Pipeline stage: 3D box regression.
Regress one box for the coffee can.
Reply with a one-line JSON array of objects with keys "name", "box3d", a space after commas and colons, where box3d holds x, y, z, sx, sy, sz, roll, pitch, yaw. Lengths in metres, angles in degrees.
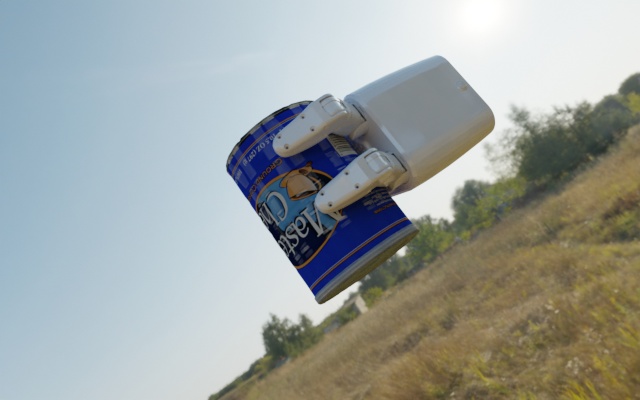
[{"name": "coffee can", "box3d": [0.000, 0.002, 0.408, 0.103, 0.140, 0.103, -34, -14, -10]}]
